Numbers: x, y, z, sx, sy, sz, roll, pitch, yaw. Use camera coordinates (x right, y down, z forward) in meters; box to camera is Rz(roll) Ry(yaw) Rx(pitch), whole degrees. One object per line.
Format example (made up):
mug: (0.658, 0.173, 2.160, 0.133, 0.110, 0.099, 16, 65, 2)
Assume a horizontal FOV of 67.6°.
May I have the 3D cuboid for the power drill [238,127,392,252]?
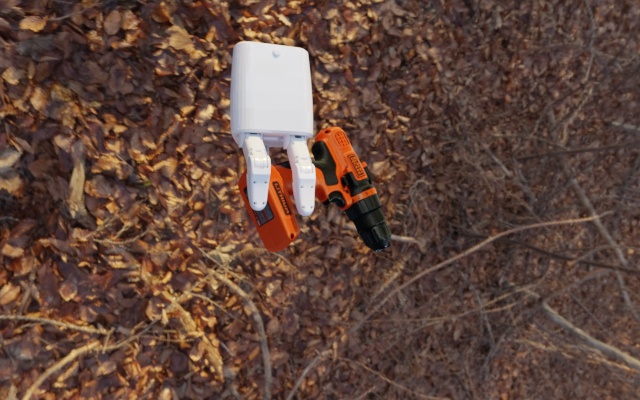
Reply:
power drill: (0.000, 0.002, 0.613, 0.187, 0.184, 0.057, -20, -10, -45)
